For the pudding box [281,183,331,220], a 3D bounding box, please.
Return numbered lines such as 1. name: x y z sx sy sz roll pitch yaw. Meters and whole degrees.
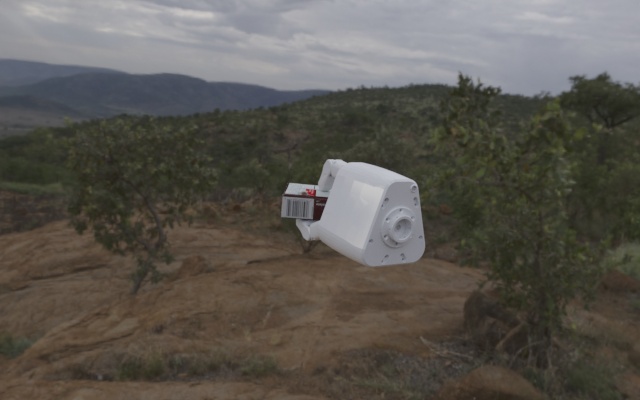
1. pudding box: 0.000 0.002 0.718 0.113 0.039 0.090 6 12 0
